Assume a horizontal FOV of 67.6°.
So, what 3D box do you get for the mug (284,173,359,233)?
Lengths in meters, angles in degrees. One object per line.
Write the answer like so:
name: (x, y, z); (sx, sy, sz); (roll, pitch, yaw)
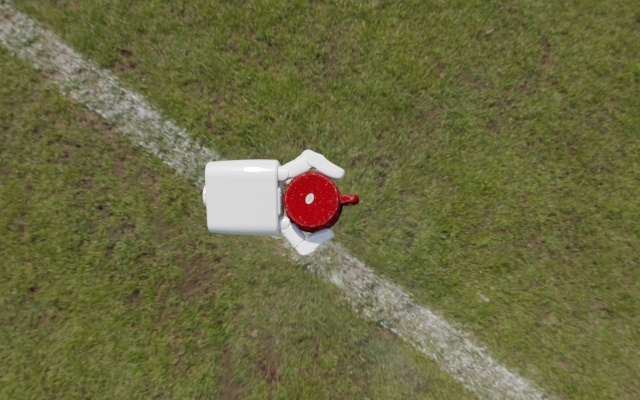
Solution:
mug: (0.002, 0.002, 0.720); (0.117, 0.093, 0.081); (-1, -4, 2)
